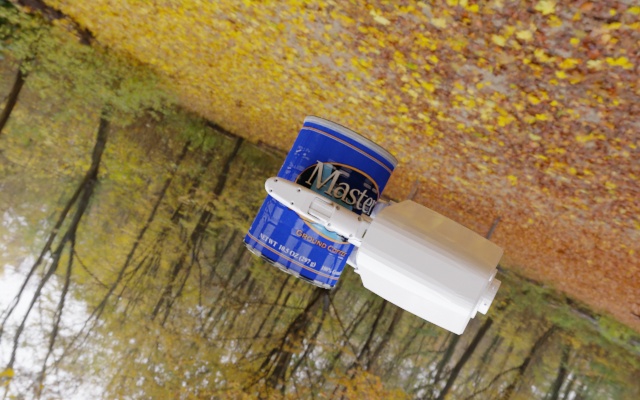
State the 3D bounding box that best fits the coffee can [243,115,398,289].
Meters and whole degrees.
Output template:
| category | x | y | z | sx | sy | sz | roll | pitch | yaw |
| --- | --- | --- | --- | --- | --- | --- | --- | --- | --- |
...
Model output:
| category | x | y | z | sx | sy | sz | roll | pitch | yaw |
| --- | --- | --- | --- | --- | --- | --- | --- | --- | --- |
| coffee can | 0.000 | 0.001 | 0.475 | 0.103 | 0.140 | 0.103 | 27 | -1 | 0 |
